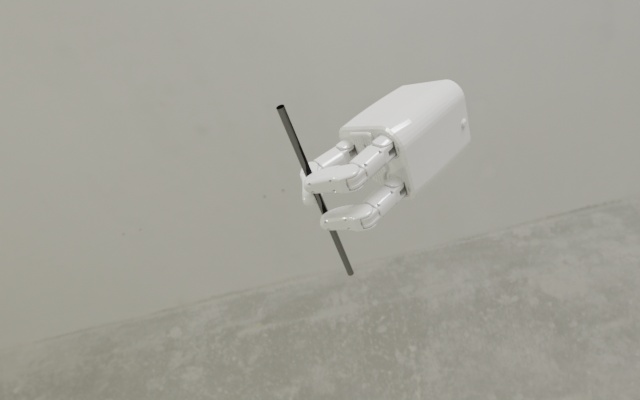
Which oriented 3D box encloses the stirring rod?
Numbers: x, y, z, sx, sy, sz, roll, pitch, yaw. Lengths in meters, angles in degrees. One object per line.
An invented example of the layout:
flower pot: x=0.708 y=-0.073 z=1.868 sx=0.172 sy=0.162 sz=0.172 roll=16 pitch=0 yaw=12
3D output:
stirring rod: x=0.000 y=0.002 z=0.512 sx=0.011 sy=0.240 sz=0.011 roll=-14 pitch=39 yaw=11
